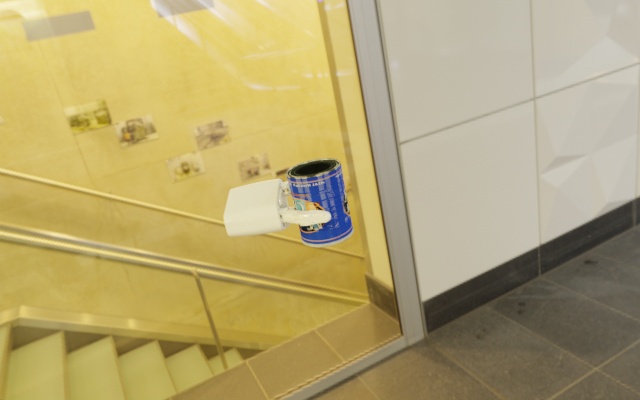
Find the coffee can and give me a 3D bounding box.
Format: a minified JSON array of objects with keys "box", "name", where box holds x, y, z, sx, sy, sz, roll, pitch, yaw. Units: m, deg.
[{"box":[0.000,0.003,0.896,0.103,0.140,0.102,-11,20,4],"name":"coffee can"}]
